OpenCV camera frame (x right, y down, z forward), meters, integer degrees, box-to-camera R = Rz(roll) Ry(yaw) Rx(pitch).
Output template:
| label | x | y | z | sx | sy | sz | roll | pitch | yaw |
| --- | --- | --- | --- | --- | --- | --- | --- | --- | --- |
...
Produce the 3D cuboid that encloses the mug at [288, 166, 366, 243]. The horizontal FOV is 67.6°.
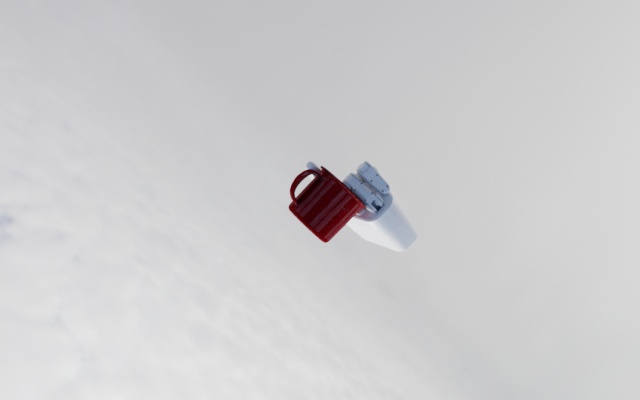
| label | x | y | z | sx | sy | sz | roll | pitch | yaw |
| --- | --- | --- | --- | --- | --- | --- | --- | --- | --- |
| mug | -0.001 | 0.002 | 0.706 | 0.117 | 0.081 | 0.093 | 44 | -1 | -39 |
